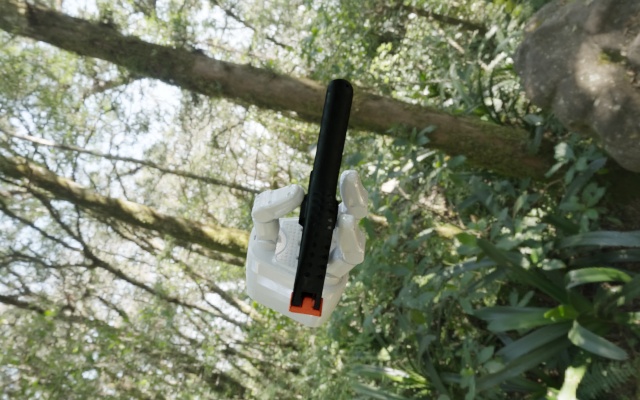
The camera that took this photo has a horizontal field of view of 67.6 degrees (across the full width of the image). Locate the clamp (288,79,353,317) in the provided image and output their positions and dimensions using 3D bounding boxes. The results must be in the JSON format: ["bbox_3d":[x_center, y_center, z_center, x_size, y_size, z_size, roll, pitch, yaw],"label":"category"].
[{"bbox_3d":[-0.001,0.002,0.451,0.036,0.209,0.165,9,-38,-2],"label":"clamp"}]
